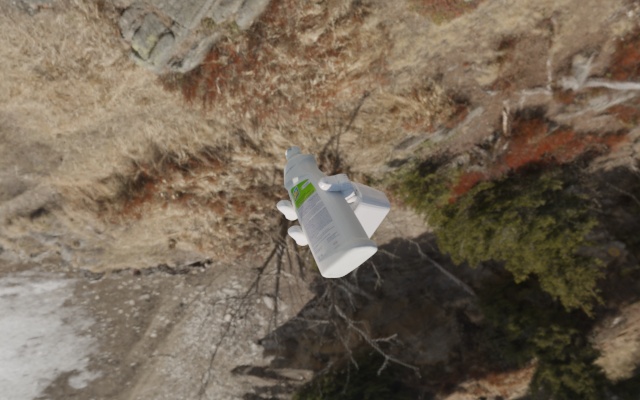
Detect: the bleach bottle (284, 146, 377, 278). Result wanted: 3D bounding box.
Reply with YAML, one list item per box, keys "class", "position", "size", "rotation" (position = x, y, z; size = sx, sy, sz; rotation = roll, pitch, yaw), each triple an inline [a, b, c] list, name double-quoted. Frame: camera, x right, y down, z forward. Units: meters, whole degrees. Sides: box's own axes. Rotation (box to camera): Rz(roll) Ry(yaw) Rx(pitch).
- class: "bleach bottle"
  position: [0.000, 0.003, 0.830]
  size: [0.068, 0.250, 0.102]
  rotation: [10, -44, -48]
